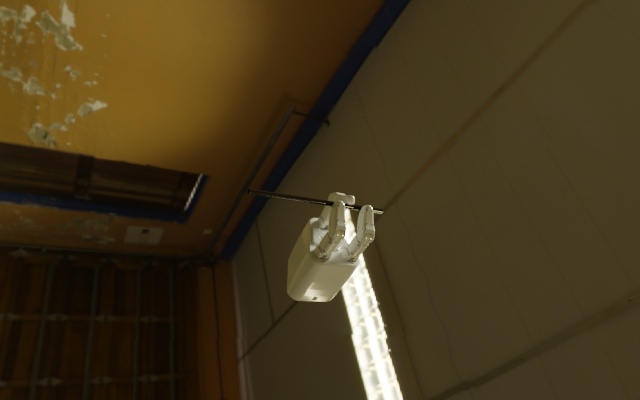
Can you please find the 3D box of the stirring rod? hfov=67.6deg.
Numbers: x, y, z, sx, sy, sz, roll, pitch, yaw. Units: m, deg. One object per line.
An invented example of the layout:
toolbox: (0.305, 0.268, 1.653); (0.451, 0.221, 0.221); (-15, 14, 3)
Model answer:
stirring rod: (0.000, 0.002, 0.746); (0.239, 0.011, 0.011); (9, -4, -29)
